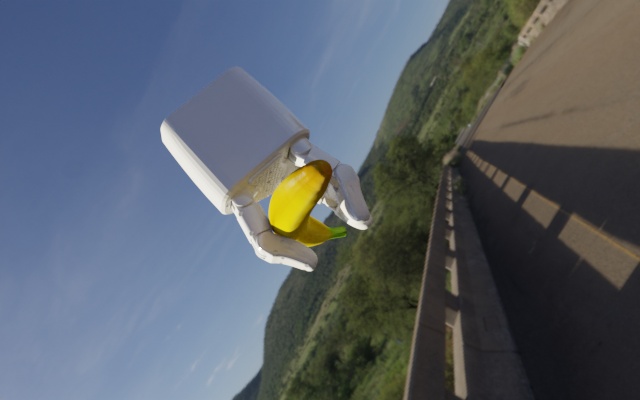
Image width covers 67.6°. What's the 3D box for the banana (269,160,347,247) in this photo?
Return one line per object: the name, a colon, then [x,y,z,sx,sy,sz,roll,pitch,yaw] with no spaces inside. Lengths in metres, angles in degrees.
banana: [-0.016,0.011,0.450,0.069,0.037,0.198,-26,-18,-2]
